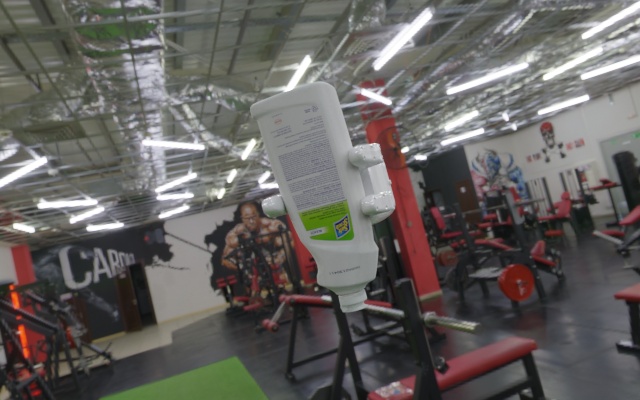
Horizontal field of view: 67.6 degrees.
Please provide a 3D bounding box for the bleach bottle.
[{"bbox_3d":[0.000,0.002,0.541,0.102,0.251,0.068,-15,-3,20],"label":"bleach bottle"}]
